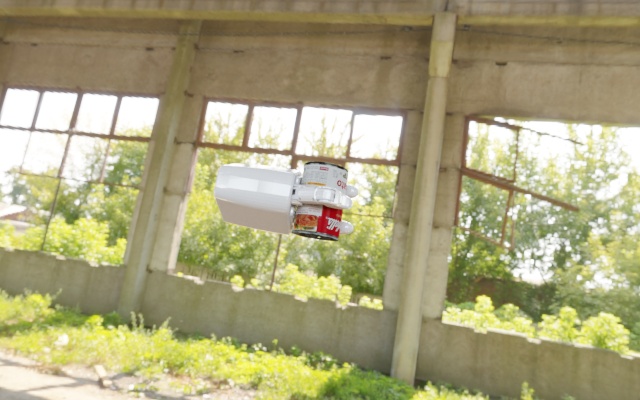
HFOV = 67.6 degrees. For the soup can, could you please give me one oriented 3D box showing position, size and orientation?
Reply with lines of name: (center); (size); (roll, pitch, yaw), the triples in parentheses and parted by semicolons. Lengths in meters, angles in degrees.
soup can: (0.001, 0.002, 0.682); (0.068, 0.102, 0.068); (9, -10, 2)
